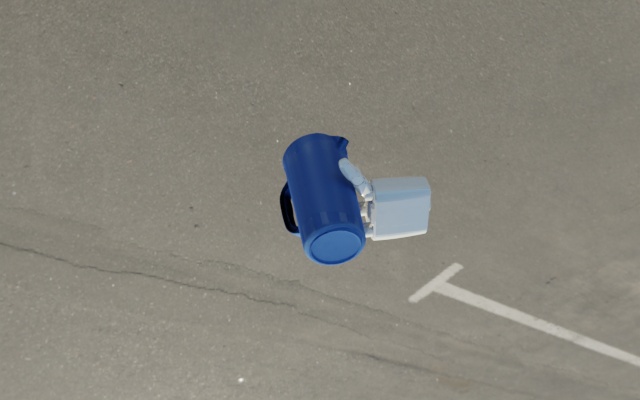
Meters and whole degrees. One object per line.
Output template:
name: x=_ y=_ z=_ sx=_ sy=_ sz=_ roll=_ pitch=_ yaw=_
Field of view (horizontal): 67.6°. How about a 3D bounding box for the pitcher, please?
pitcher: x=0.000 y=0.003 z=0.888 sx=0.145 sy=0.149 sz=0.242 roll=-5 pitch=45 yaw=-7
